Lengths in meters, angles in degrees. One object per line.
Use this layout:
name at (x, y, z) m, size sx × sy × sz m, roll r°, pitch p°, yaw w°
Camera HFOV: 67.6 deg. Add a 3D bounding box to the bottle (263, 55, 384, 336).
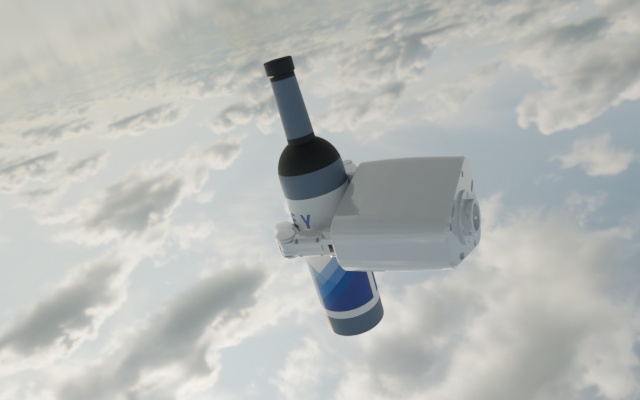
bottle at (0.000, 0.002, 0.492) m, size 0.069 × 0.296 × 0.069 m, roll -15°, pitch 21°, yaw 6°
